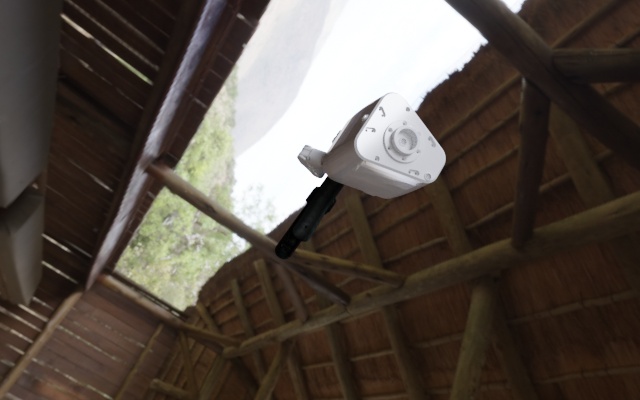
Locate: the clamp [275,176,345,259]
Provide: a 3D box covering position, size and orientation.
[{"bbox_3d":[0.001,0.002,0.639,0.039,0.171,0.120,36,-16,-9],"label":"clamp"}]
